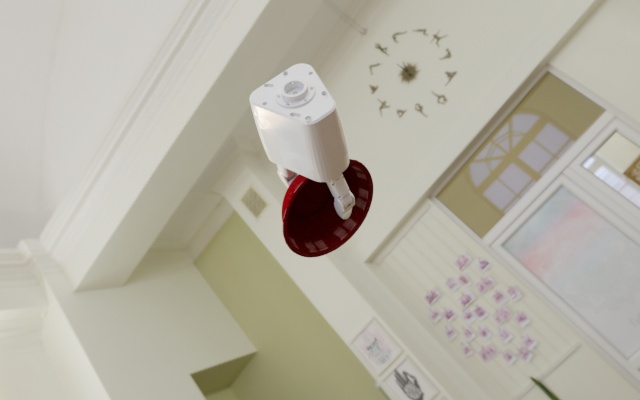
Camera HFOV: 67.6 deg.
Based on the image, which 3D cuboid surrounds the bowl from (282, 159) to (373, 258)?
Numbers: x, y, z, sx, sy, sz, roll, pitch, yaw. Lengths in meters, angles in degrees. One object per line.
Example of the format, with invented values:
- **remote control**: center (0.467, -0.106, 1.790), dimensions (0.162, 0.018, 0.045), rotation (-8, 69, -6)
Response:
- **bowl**: center (0.000, 0.003, 0.706), dimensions (0.162, 0.162, 0.055), rotation (0, 27, -41)
